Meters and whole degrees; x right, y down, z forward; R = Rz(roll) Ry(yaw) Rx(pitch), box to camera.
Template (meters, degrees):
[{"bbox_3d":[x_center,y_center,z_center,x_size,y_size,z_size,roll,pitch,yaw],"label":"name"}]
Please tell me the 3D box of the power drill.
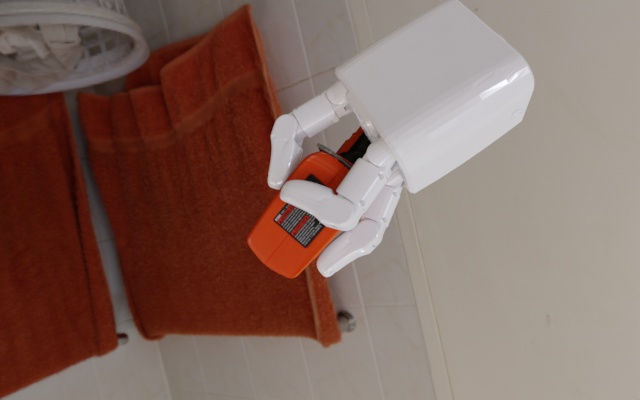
[{"bbox_3d":[0.000,0.001,0.456,0.057,0.184,0.187,38,21,2],"label":"power drill"}]
